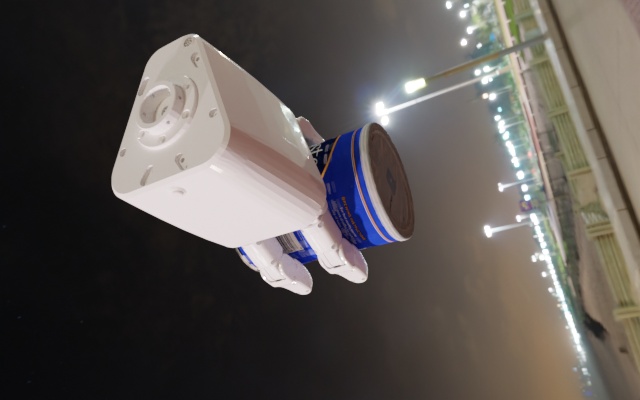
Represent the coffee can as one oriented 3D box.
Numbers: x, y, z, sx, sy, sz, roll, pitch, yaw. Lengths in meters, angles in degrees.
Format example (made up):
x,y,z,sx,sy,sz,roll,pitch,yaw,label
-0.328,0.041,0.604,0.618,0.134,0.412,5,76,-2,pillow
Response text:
x,y,z,sx,sy,sz,roll,pitch,yaw,label
0.000,0.001,0.429,0.140,0.103,0.103,-17,-7,24,coffee can
